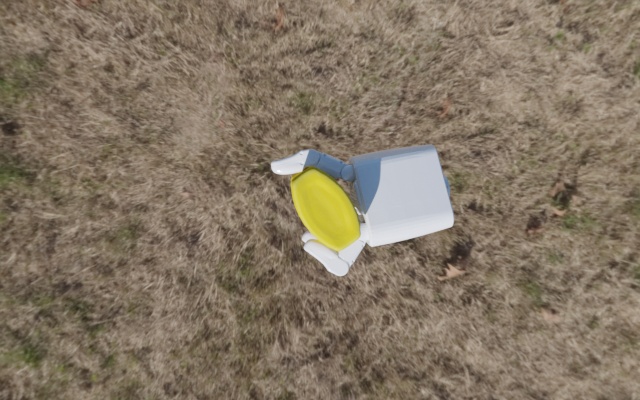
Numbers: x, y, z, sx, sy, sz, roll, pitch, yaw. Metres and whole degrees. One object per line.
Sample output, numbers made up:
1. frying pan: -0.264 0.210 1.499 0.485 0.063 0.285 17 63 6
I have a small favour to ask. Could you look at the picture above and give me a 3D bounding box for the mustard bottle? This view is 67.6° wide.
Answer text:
1. mustard bottle: 0.000 0.002 0.604 0.058 0.096 0.191 -36 7 0
